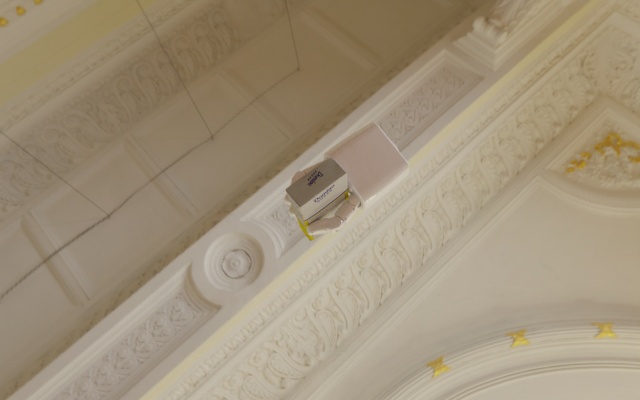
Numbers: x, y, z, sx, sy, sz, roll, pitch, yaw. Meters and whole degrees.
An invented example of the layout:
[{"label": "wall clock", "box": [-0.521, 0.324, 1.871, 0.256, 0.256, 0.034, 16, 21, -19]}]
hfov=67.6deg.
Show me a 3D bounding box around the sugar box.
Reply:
[{"label": "sugar box", "box": [0.000, 0.002, 0.806, 0.093, 0.048, 0.176, -36, -23, -10]}]
